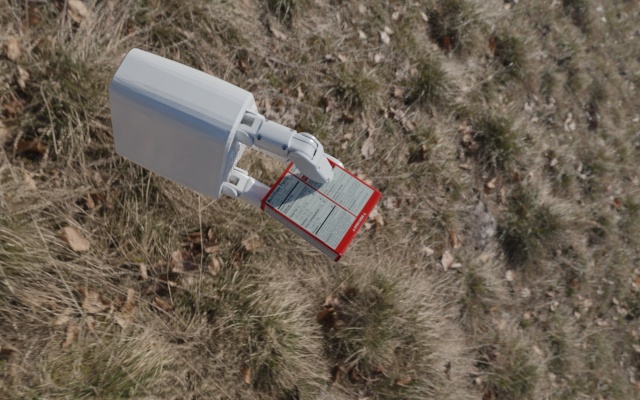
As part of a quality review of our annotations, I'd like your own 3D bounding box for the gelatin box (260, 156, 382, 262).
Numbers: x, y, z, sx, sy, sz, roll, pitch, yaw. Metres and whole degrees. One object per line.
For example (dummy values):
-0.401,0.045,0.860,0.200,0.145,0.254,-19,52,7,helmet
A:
0.000,0.001,0.445,0.089,0.073,0.030,34,-20,5,gelatin box
